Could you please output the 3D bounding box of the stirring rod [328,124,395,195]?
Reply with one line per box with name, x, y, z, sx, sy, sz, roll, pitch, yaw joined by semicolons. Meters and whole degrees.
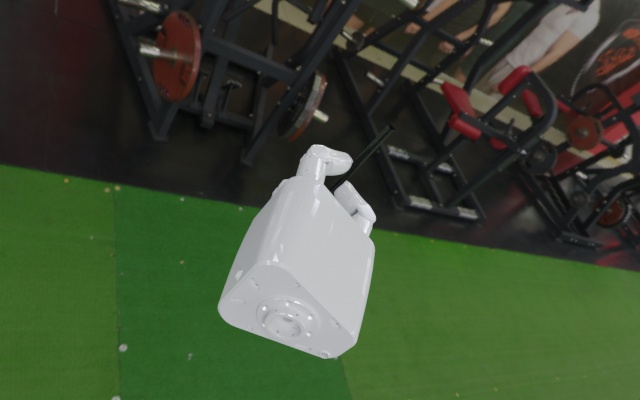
stirring rod;0.000;0.002;0.521;0.011;0.011;0.240;0;-36;-44
